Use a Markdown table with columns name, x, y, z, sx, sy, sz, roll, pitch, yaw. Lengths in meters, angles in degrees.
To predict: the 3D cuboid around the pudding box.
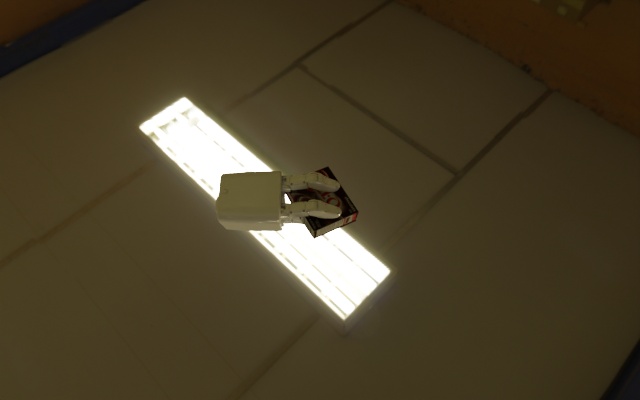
| name | x | y | z | sx | sy | sz | roll | pitch | yaw |
| --- | --- | --- | --- | --- | --- | --- | --- | --- | --- |
| pudding box | 0.000 | 0.003 | 0.846 | 0.090 | 0.113 | 0.039 | -23 | -26 | -18 |
